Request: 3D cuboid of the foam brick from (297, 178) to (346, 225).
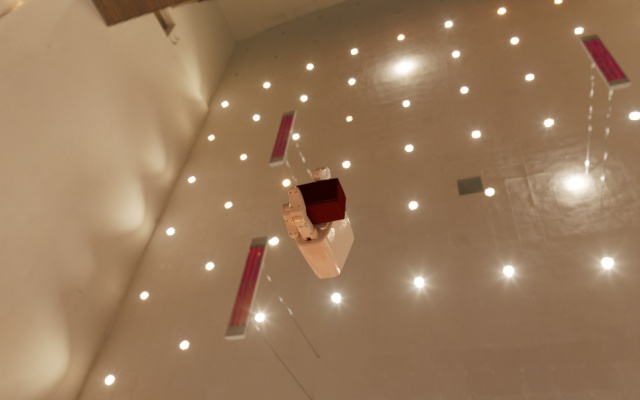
[{"bbox_3d":[0.000,0.003,0.806,0.078,0.053,0.051,-10,-45,17],"label":"foam brick"}]
